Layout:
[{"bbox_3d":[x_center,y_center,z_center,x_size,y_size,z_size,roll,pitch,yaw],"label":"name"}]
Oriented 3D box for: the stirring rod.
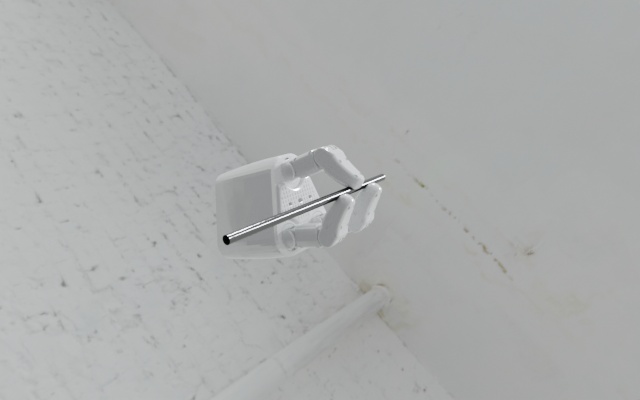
[{"bbox_3d":[0.000,0.001,0.448,0.011,0.011,0.239,0,13,37],"label":"stirring rod"}]
